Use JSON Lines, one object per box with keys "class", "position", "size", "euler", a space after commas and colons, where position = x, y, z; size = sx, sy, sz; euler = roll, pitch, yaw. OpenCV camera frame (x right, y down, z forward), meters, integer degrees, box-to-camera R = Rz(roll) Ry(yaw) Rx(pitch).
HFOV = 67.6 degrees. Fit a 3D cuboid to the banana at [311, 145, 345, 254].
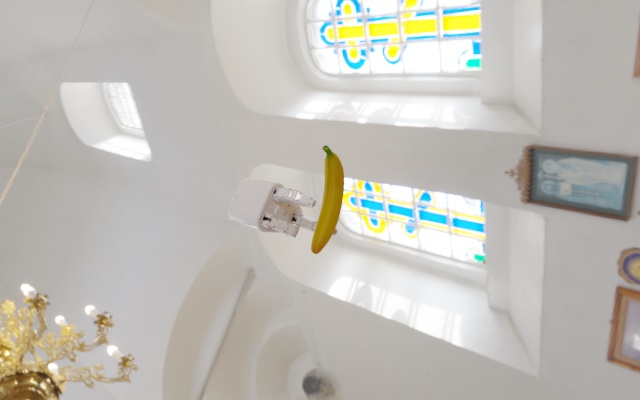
{"class": "banana", "position": [0.013, -0.001, 0.876], "size": [0.037, 0.198, 0.069], "euler": [13, 12, 43]}
